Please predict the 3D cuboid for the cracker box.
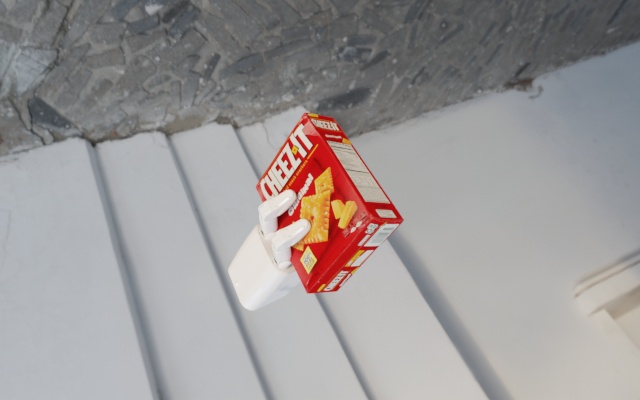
[{"bbox_3d":[0.000,0.002,0.703,0.072,0.213,0.164,5,-46,-43],"label":"cracker box"}]
